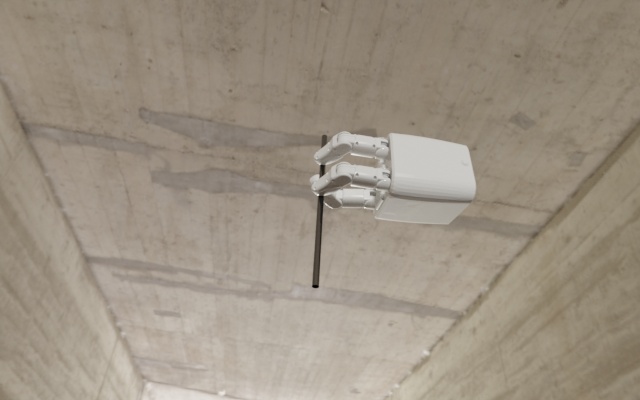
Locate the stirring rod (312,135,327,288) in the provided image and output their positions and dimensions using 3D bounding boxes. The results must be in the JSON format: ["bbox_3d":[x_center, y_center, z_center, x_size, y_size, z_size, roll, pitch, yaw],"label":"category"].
[{"bbox_3d":[0.000,0.002,0.599,0.011,0.239,0.011,2,-40,2],"label":"stirring rod"}]
